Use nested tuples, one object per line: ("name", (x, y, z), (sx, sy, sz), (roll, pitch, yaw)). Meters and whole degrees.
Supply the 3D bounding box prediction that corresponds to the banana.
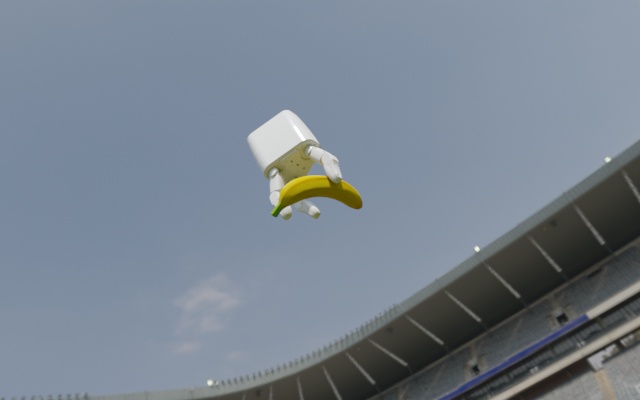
("banana", (0.003, -0.012, 0.840), (0.198, 0.070, 0.037), (-3, 37, -35))
